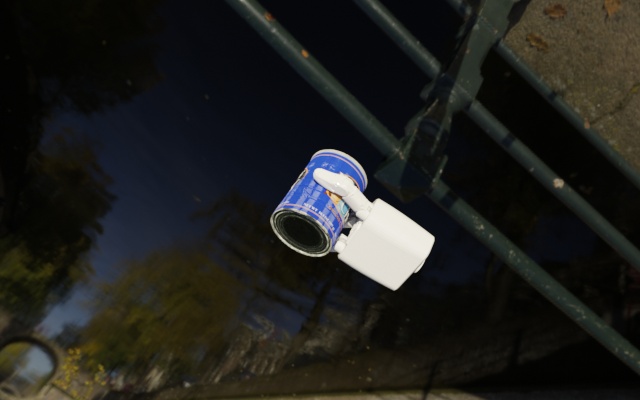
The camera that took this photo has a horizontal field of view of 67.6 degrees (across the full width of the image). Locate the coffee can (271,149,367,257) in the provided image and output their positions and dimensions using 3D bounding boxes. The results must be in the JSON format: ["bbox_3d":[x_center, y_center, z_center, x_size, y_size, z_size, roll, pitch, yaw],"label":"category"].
[{"bbox_3d":[0.000,0.002,0.752,0.103,0.103,0.140,0,43,36],"label":"coffee can"}]
